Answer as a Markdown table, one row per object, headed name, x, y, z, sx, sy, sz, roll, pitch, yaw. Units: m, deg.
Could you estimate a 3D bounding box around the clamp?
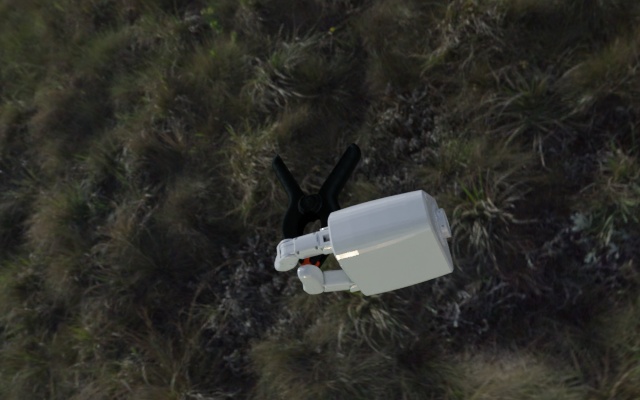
| name | x | y | z | sx | sy | sz | roll | pitch | yaw |
| --- | --- | --- | --- | --- | --- | --- | --- | --- | --- |
| clamp | 0.000 | 0.002 | 0.592 | 0.120 | 0.171 | 0.039 | -17 | -28 | 19 |
